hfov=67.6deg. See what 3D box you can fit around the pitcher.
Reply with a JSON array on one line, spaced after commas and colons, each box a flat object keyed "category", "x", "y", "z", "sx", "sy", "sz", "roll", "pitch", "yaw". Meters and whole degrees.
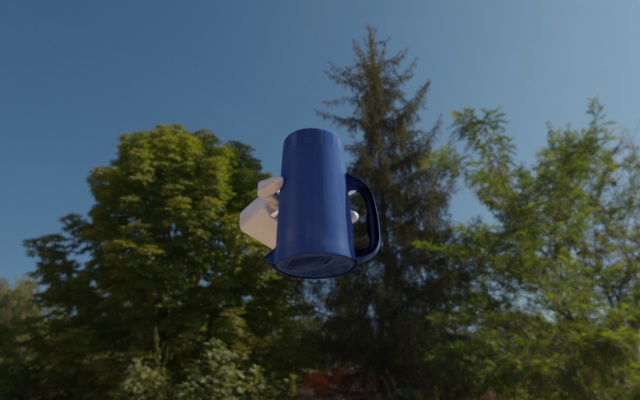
[{"category": "pitcher", "x": 0.000, "y": 0.003, "z": 0.805, "sx": 0.149, "sy": 0.242, "sz": 0.145, "roll": 16, "pitch": -30, "yaw": -33}]
